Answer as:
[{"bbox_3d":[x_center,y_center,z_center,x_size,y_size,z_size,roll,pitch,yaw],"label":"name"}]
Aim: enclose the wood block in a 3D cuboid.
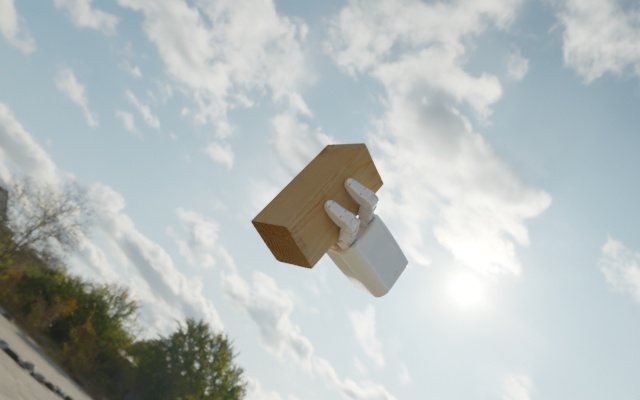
[{"bbox_3d":[0.000,0.003,0.776,0.091,0.090,0.206,4,42,47],"label":"wood block"}]
